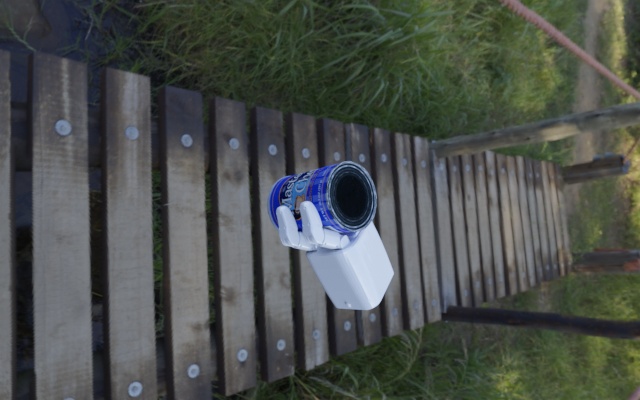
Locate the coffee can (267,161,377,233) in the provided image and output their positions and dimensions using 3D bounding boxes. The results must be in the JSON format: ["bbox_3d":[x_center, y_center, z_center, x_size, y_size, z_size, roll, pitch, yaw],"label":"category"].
[{"bbox_3d":[0.000,0.002,0.732,0.103,0.103,0.140,0,-7,-42],"label":"coffee can"}]
